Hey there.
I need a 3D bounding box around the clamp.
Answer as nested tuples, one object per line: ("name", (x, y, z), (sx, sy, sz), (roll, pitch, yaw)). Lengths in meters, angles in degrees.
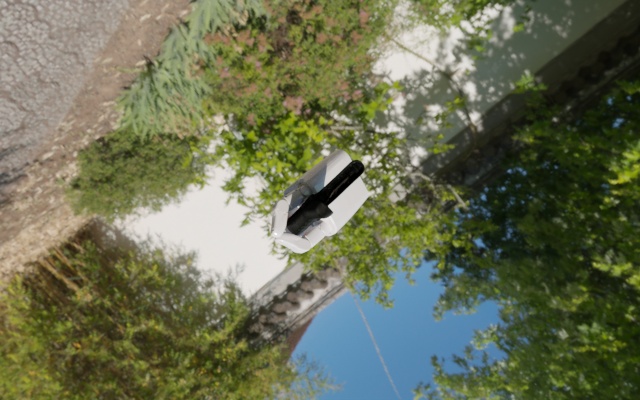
("clamp", (0.000, 0.003, 0.726), (0.120, 0.039, 0.171), (-43, 7, -33))
